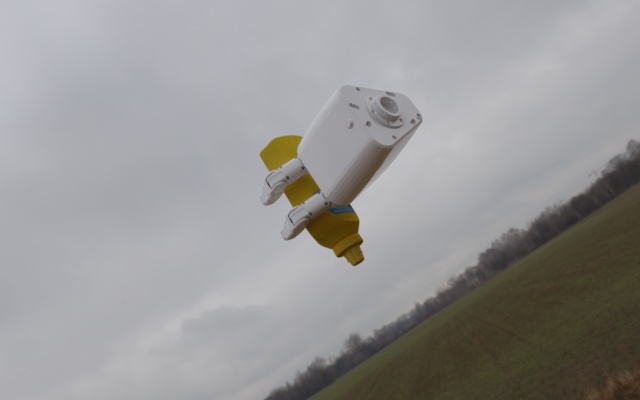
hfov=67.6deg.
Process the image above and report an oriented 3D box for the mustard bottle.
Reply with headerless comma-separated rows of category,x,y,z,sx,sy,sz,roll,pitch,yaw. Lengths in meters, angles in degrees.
mustard bottle,0.000,0.002,0.633,0.058,0.191,0.096,-41,-19,23
